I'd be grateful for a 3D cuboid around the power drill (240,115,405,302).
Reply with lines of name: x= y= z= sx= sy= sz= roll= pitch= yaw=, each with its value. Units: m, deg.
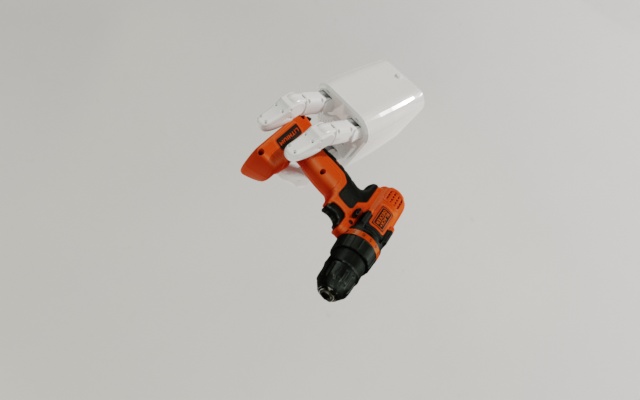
power drill: x=0.000 y=0.001 z=0.557 sx=0.057 sy=0.187 sz=0.184 roll=-40 pitch=7 yaw=46
